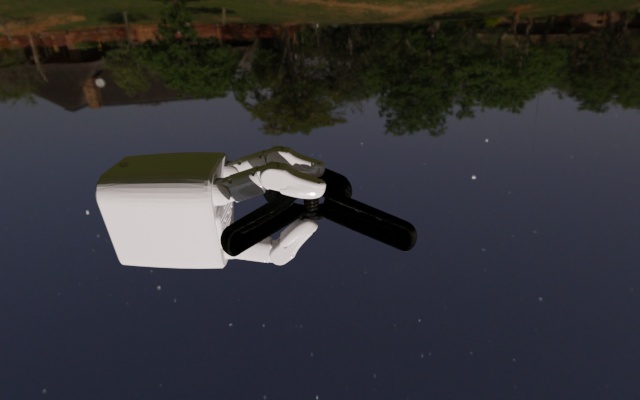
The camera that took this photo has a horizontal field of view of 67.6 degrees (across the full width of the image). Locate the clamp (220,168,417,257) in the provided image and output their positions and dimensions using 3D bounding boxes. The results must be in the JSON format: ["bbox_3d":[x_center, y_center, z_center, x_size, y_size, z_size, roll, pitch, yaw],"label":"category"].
[{"bbox_3d":[0.000,0.002,0.479,0.164,0.036,0.210,3,21,-1],"label":"clamp"}]
